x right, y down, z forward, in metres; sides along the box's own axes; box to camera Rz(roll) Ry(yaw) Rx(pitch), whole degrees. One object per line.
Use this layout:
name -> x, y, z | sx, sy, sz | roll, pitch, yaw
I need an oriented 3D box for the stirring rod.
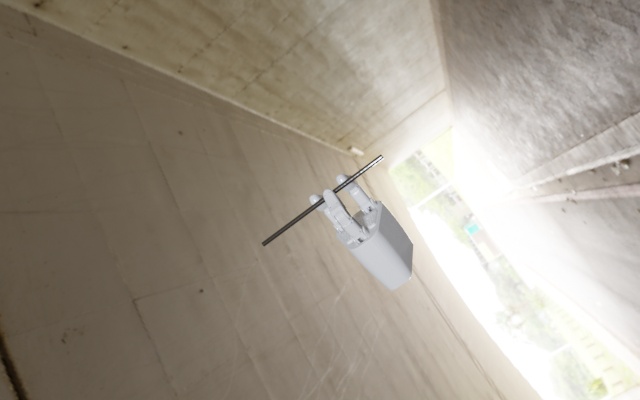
stirring rod -> 0.000, 0.002, 0.753 | 0.239, 0.011, 0.011 | -37, -10, 14
